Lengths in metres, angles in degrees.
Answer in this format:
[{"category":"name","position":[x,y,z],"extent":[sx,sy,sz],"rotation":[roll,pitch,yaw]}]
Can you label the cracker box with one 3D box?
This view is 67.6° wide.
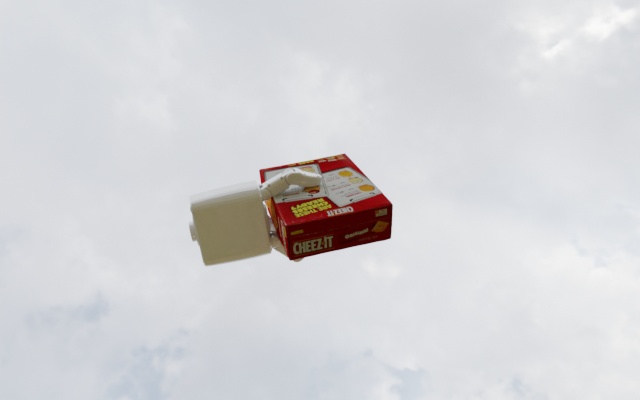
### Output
[{"category":"cracker box","position":[0.000,0.002,0.781],"extent":[0.164,0.072,0.213],"rotation":[-11,29,-13]}]
